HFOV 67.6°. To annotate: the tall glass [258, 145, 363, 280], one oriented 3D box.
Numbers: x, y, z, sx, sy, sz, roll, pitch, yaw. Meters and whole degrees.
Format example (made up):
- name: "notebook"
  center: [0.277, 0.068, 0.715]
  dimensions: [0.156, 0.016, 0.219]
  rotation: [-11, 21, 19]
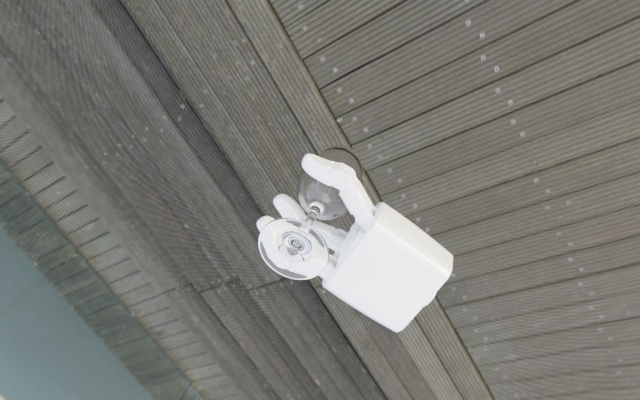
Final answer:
- name: "tall glass"
  center: [0.000, 0.002, 0.557]
  dimensions: [0.079, 0.079, 0.201]
  rotation: [0, 29, 18]
